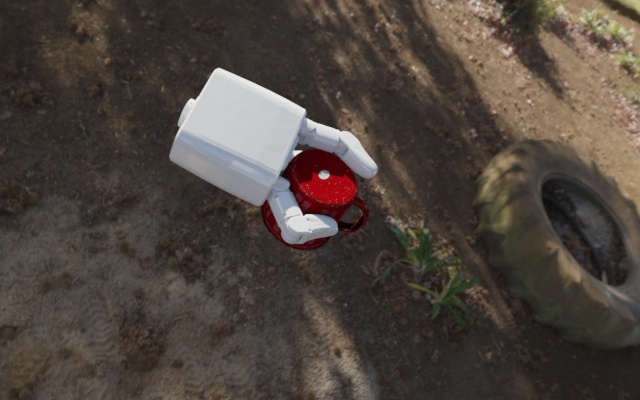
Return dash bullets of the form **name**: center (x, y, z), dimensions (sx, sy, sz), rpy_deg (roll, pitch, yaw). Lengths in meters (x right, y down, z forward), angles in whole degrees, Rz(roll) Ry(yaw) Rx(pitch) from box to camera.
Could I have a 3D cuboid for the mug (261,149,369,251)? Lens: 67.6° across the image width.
- **mug**: center (0.001, 0.002, 0.539), dimensions (0.117, 0.093, 0.081), rpy_deg (26, -43, -10)
